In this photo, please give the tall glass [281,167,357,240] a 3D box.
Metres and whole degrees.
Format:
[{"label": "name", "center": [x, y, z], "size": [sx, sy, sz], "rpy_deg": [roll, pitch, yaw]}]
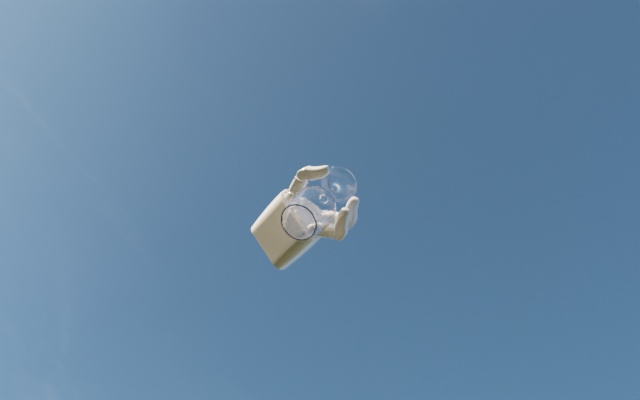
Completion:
[{"label": "tall glass", "center": [0.000, 0.002, 0.841], "size": [0.079, 0.079, 0.201], "rpy_deg": [0, 19, 22]}]
